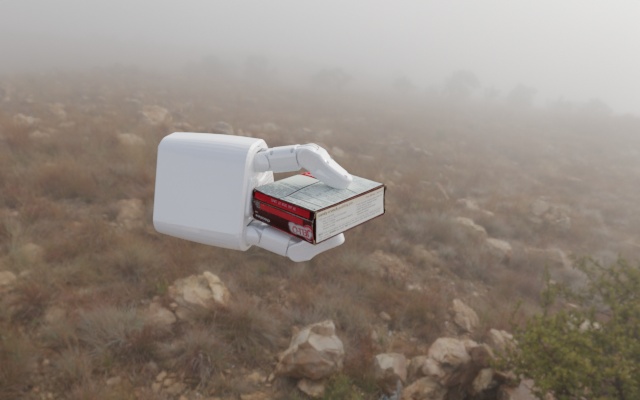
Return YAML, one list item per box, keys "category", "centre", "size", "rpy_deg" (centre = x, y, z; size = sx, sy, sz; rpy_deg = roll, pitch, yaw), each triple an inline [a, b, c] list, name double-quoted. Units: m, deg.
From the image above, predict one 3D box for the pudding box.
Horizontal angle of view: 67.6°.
- category: "pudding box"
  centre: [0.000, 0.001, 0.493]
  size: [0.090, 0.039, 0.113]
  rpy_deg: [21, 30, 39]
